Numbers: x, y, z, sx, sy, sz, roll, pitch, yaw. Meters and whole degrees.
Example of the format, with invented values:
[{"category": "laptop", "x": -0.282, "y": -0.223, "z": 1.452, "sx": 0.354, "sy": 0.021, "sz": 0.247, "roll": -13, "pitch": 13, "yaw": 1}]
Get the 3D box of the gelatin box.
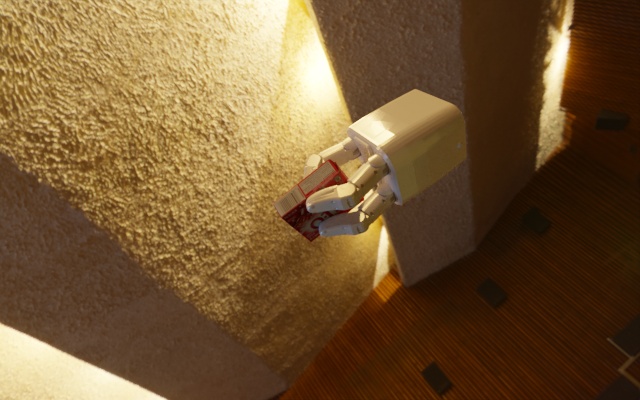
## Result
[{"category": "gelatin box", "x": 0.000, "y": 0.002, "z": 0.575, "sx": 0.089, "sy": 0.030, "sz": 0.073, "roll": -38, "pitch": -39, "yaw": 6}]
